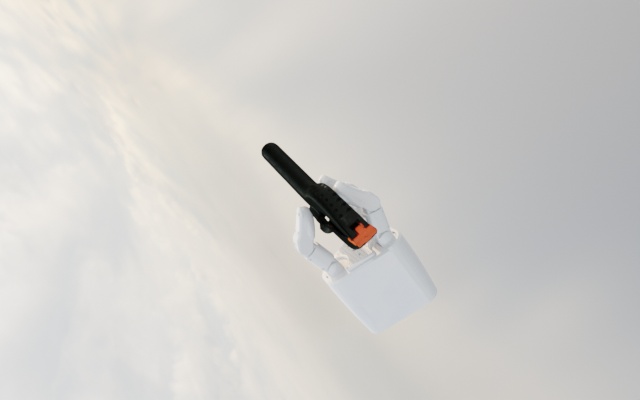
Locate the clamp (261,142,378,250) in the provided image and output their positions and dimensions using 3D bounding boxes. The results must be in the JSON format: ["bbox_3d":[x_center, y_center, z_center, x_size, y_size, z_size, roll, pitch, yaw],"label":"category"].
[{"bbox_3d":[0.000,0.003,0.585,0.036,0.165,0.210,-42,22,-7],"label":"clamp"}]
